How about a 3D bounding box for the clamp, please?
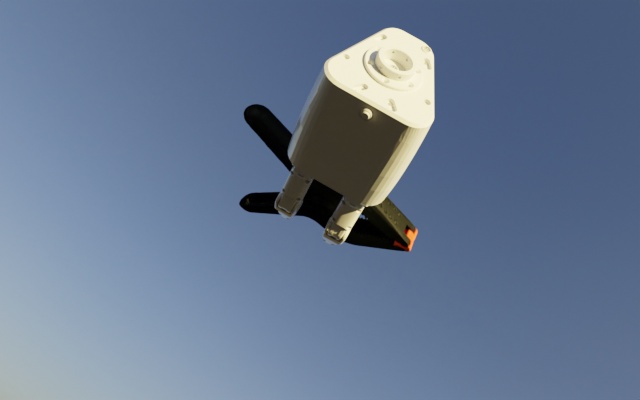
[{"bbox_3d":[0.001,0.001,0.515,0.210,0.036,0.165,30,-35,1],"label":"clamp"}]
